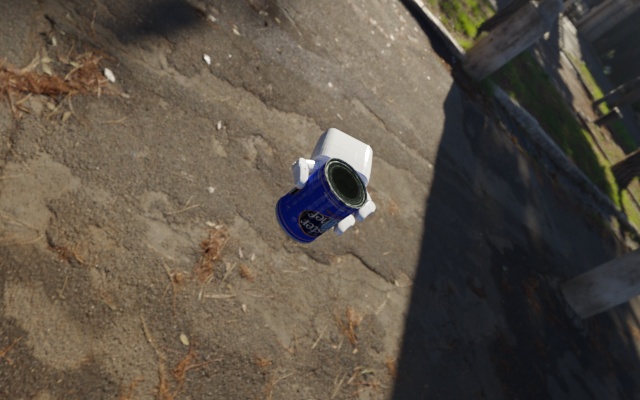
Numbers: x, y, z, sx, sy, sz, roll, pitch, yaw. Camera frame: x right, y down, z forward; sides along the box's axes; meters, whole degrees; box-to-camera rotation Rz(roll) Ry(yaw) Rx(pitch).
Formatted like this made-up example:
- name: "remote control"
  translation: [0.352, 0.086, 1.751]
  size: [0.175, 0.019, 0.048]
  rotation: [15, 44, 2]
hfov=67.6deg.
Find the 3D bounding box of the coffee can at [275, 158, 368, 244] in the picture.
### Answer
- name: "coffee can"
  translation: [0.000, 0.003, 0.865]
  size: [0.103, 0.102, 0.140]
  rotation: [0, -29, -48]
